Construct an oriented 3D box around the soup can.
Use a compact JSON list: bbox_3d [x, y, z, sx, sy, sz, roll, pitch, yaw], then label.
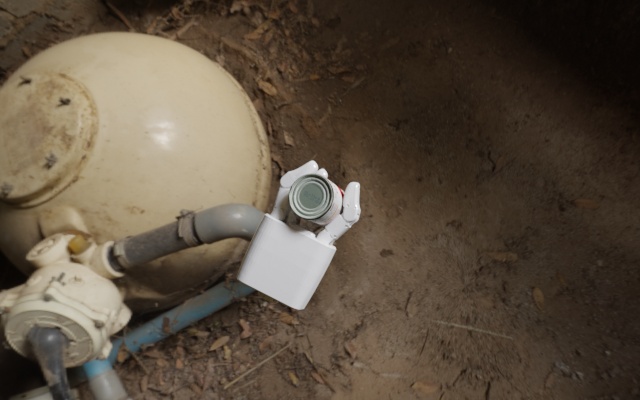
[{"bbox_3d":[0.000,0.002,0.706,0.068,0.068,0.102,0,-9,17],"label":"soup can"}]
